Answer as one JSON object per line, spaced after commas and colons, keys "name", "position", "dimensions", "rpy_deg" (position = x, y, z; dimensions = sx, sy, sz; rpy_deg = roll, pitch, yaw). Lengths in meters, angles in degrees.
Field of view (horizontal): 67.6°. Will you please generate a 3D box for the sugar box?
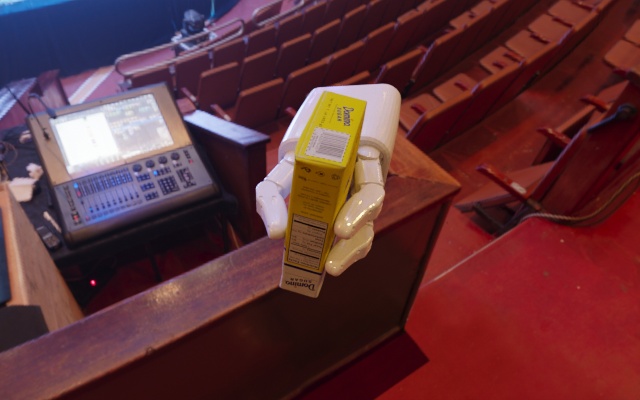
{"name": "sugar box", "position": [0.001, 0.001, 0.436], "dimensions": [0.048, 0.176, 0.093], "rpy_deg": [14, 47, 7]}
